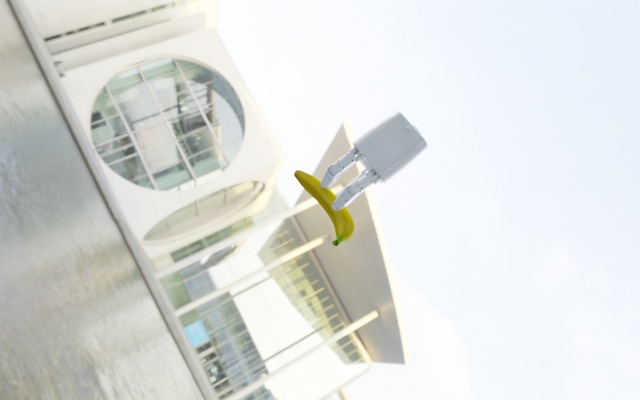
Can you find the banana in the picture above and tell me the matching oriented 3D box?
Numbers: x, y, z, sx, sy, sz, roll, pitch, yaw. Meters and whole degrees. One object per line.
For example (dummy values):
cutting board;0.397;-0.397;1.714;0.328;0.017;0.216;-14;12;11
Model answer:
banana;0.014;0.009;0.904;0.069;0.037;0.197;17;30;-45
